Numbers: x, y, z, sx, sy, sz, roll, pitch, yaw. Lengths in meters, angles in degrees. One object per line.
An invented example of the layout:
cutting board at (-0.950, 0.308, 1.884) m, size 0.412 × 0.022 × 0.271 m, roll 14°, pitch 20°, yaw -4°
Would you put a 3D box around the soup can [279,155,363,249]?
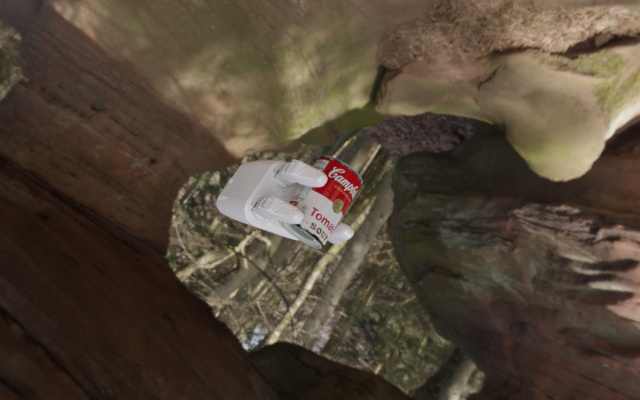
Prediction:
soup can at (0.000, 0.002, 0.614) m, size 0.068 × 0.102 × 0.068 m, roll 30°, pitch -17°, yaw 10°
